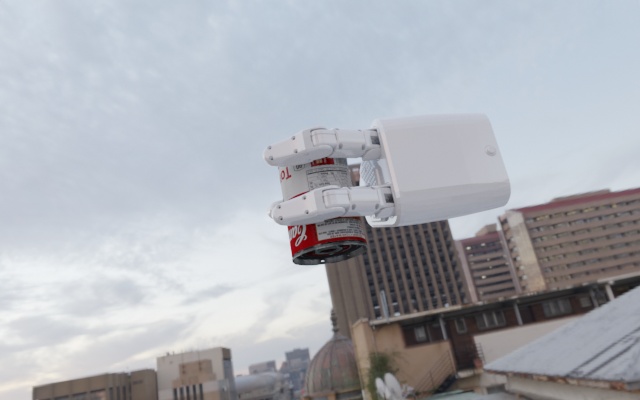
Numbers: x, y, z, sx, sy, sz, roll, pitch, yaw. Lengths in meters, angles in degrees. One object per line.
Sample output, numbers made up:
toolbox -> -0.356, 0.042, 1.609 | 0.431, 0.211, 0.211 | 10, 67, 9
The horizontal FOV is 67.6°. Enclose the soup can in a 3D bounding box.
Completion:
soup can -> 0.000, 0.001, 0.436 | 0.068, 0.102, 0.068 | -9, -19, -3
